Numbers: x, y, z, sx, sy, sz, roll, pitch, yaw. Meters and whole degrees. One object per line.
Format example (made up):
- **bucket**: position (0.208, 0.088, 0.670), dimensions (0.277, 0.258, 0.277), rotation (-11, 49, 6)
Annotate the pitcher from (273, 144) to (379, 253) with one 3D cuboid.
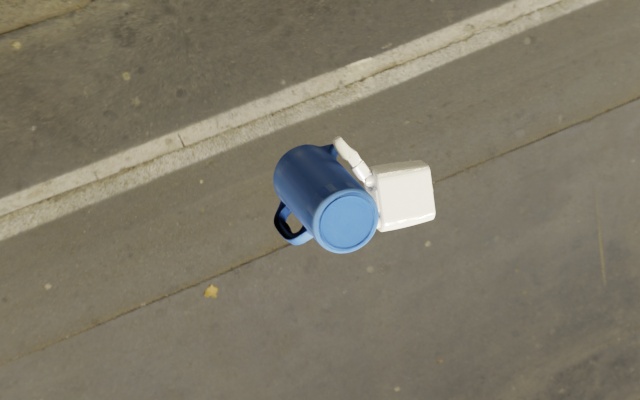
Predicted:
- **pitcher**: position (0.000, 0.003, 0.824), dimensions (0.145, 0.149, 0.242), rotation (-9, 22, -14)
